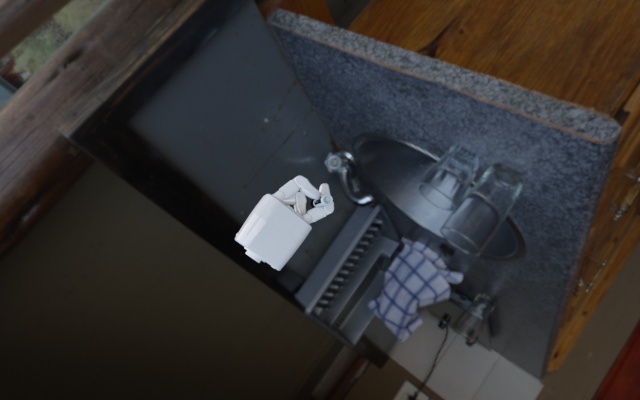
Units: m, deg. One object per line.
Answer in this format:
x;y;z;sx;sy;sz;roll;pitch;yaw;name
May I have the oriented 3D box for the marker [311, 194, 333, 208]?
0.000;0.003;0.897;0.020;0.020;0.121;0;-4;-12;marker
